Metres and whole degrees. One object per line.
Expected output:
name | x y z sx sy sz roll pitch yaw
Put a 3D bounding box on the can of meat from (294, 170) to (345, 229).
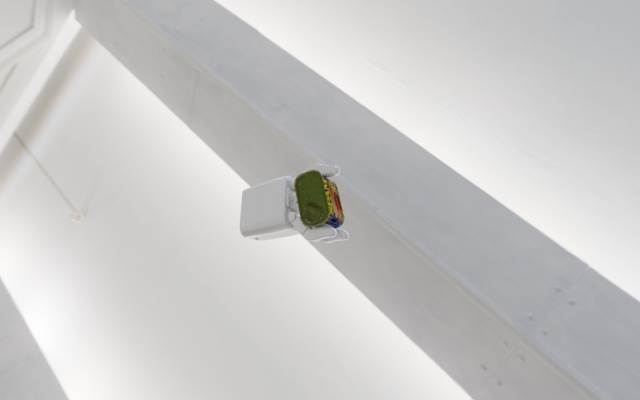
can of meat | 0.000 0.003 0.893 0.057 0.102 0.084 -18 -17 20
